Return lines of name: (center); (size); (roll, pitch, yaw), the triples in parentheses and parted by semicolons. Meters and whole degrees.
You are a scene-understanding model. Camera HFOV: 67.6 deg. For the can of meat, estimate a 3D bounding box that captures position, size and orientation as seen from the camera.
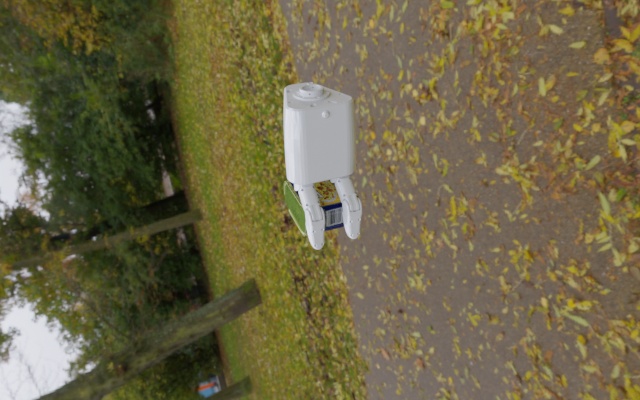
can of meat: (0.000, 0.002, 0.706); (0.084, 0.057, 0.102); (-13, 37, -18)
